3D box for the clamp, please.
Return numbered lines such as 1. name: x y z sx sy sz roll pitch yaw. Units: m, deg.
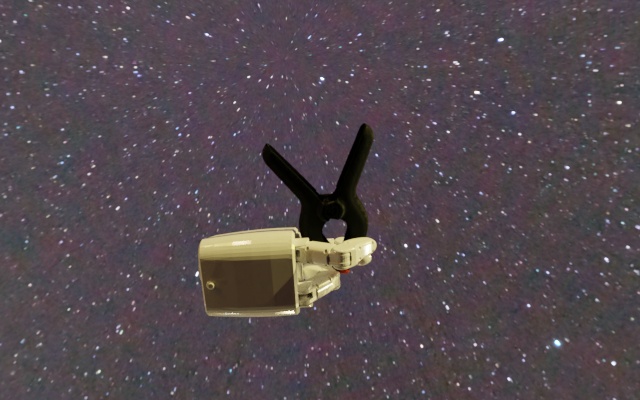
1. clamp: 0.000 0.002 0.535 0.120 0.171 0.039 -2 17 3
